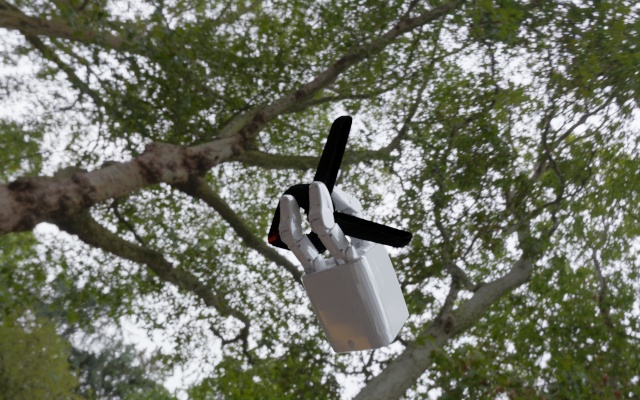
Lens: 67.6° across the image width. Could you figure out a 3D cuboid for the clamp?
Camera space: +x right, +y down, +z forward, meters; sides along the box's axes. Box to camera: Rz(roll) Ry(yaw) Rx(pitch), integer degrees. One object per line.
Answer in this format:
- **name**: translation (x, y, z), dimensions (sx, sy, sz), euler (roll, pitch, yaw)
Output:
- **clamp**: translation (0.000, 0.002, 0.596), dimensions (0.210, 0.164, 0.036), euler (-23, -4, 41)
